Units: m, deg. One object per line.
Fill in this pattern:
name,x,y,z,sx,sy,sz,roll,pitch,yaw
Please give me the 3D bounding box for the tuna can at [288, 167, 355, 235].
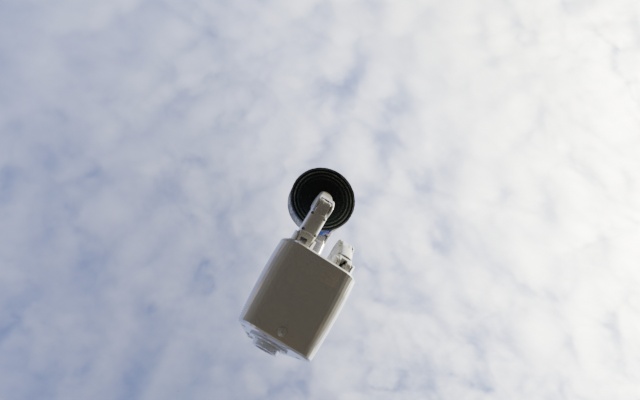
tuna can,0.000,0.002,0.631,0.086,0.086,0.034,0,-16,-13
